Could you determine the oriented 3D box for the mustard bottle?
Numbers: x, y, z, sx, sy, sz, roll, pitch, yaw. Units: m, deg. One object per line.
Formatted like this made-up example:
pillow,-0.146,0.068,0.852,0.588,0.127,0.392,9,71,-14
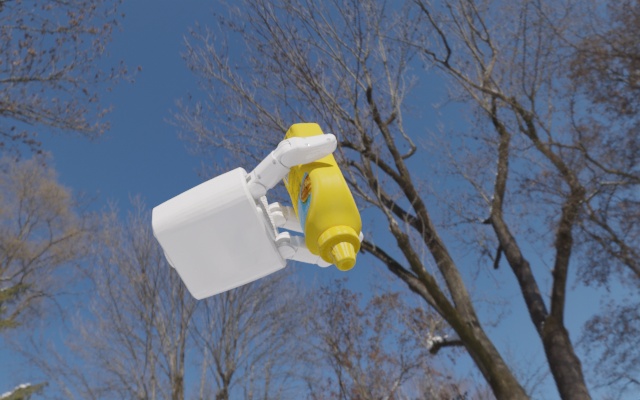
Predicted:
mustard bottle,0.000,0.001,0.512,0.058,0.096,0.191,-4,38,-15
